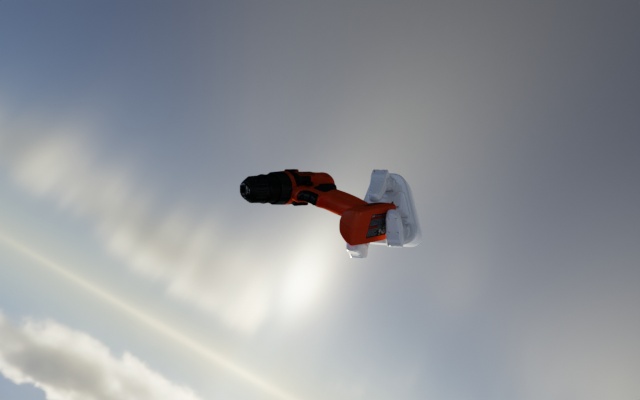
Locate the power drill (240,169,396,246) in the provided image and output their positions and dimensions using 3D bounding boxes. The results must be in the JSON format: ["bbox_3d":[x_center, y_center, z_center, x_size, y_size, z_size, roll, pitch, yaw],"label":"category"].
[{"bbox_3d":[0.001,0.002,0.698,0.187,0.057,0.184,28,23,37],"label":"power drill"}]
